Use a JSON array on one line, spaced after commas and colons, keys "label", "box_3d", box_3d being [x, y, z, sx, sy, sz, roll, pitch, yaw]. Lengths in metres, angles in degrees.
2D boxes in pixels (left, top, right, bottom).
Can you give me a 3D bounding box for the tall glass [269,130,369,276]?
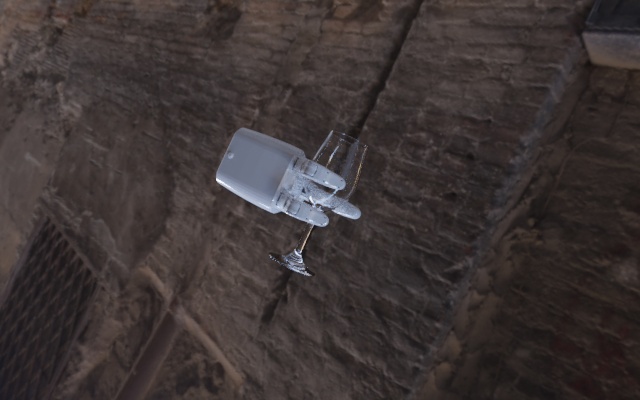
[{"label": "tall glass", "box_3d": [0.000, 0.003, 0.689, 0.079, 0.201, 0.079, 25, 1, 0]}]
